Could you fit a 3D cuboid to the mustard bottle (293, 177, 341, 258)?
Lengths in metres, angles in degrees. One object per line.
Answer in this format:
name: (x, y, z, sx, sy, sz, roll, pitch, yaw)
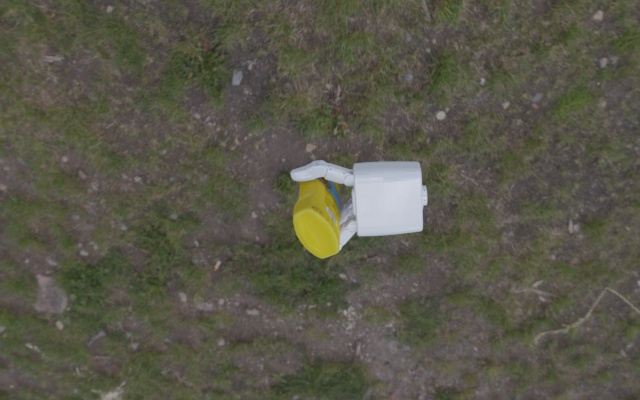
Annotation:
mustard bottle: (0.000, 0.003, 0.794, 0.058, 0.096, 0.191, -25, 27, 18)
